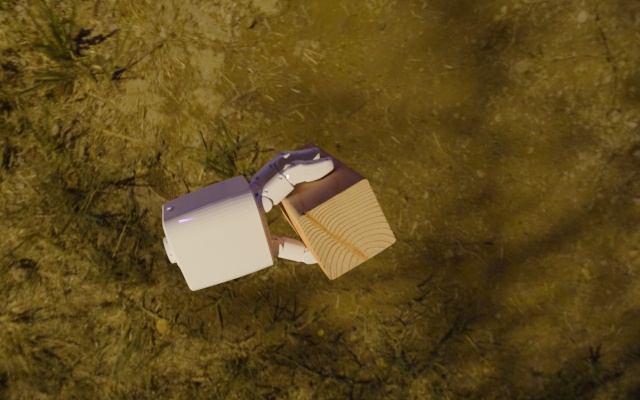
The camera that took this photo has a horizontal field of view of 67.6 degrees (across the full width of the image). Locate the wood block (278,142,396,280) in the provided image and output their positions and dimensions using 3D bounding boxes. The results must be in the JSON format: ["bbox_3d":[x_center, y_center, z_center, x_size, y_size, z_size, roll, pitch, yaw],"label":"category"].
[{"bbox_3d":[0.000,0.003,0.613,0.090,0.091,0.206,-30,25,-7],"label":"wood block"}]
